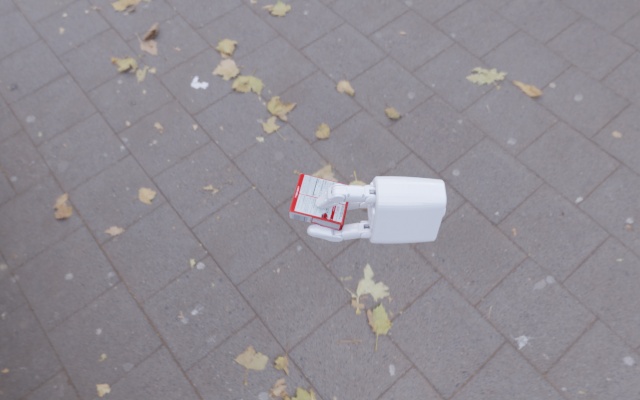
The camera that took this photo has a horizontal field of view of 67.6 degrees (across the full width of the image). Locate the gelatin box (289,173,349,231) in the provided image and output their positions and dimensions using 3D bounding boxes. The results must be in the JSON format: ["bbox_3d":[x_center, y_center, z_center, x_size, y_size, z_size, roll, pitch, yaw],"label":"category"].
[{"bbox_3d":[0.000,0.002,0.771,0.089,0.073,0.030,14,-27,1],"label":"gelatin box"}]
